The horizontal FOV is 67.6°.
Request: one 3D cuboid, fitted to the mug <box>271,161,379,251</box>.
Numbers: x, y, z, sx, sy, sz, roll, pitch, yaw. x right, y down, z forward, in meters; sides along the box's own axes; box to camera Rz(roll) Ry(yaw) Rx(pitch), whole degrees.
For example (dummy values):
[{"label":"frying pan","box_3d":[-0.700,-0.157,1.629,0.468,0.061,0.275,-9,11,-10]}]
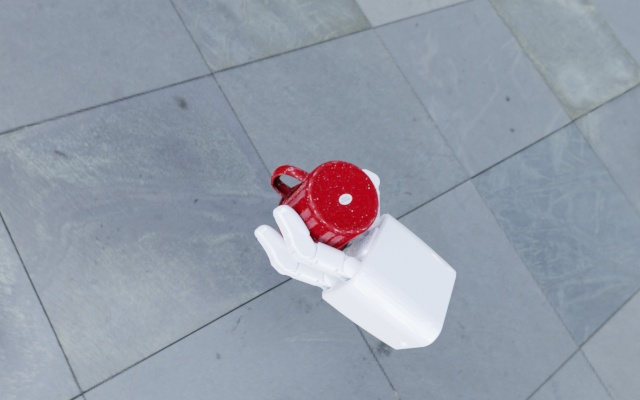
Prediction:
[{"label":"mug","box_3d":[-0.001,0.001,0.506,0.117,0.093,0.081,37,-30,-6]}]
